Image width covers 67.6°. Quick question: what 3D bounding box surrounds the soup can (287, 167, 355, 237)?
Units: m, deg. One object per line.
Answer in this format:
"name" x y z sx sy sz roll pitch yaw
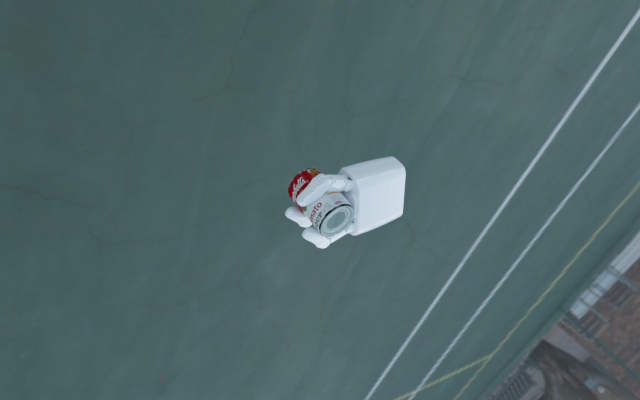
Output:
"soup can" 0.000 0.003 0.777 0.068 0.068 0.102 0 38 -43
